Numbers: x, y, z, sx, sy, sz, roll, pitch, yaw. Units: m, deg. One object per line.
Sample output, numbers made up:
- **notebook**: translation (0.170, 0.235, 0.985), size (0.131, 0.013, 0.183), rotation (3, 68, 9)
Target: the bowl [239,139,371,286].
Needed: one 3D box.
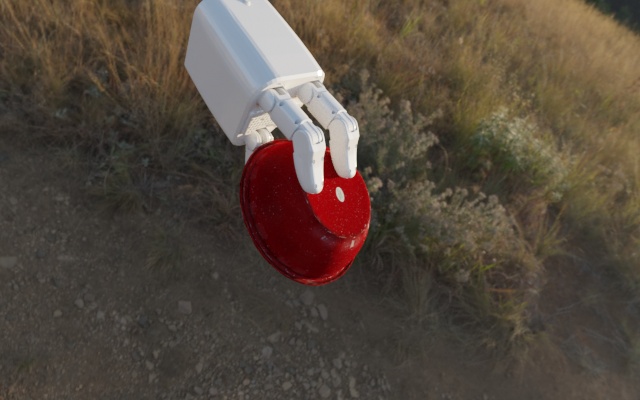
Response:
- **bowl**: translation (0.001, 0.003, 0.486), size (0.162, 0.162, 0.055), rotation (0, -19, -45)
